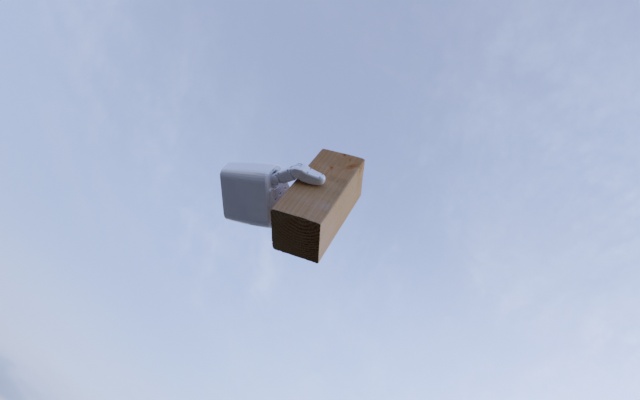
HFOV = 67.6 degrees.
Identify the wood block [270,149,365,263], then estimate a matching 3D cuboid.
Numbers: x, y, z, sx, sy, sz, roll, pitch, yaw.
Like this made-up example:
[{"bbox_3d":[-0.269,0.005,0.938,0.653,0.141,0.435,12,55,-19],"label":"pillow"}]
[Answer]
[{"bbox_3d":[0.000,0.002,0.852,0.090,0.091,0.206,16,41,18],"label":"wood block"}]
